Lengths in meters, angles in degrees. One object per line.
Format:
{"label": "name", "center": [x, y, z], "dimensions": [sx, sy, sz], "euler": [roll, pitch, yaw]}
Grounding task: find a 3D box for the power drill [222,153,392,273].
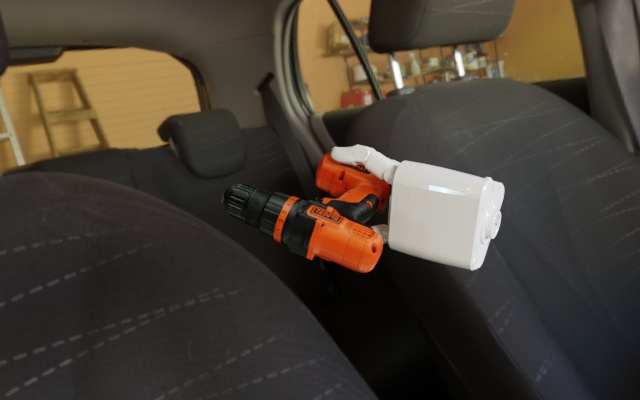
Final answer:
{"label": "power drill", "center": [0.001, 0.002, 0.575], "dimensions": [0.184, 0.057, 0.187], "euler": [23, 30, 11]}
